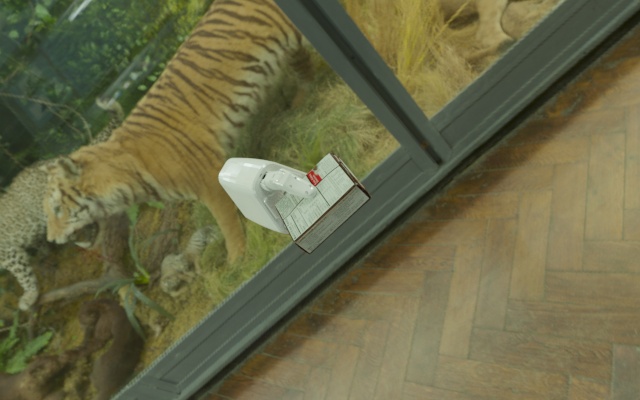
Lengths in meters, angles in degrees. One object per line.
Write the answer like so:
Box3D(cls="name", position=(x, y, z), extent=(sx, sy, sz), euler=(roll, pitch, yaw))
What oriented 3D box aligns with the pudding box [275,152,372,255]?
Box3D(cls="pudding box", position=(0.000, 0.002, 0.630), extent=(0.039, 0.113, 0.090), euler=(38, 12, -39))
